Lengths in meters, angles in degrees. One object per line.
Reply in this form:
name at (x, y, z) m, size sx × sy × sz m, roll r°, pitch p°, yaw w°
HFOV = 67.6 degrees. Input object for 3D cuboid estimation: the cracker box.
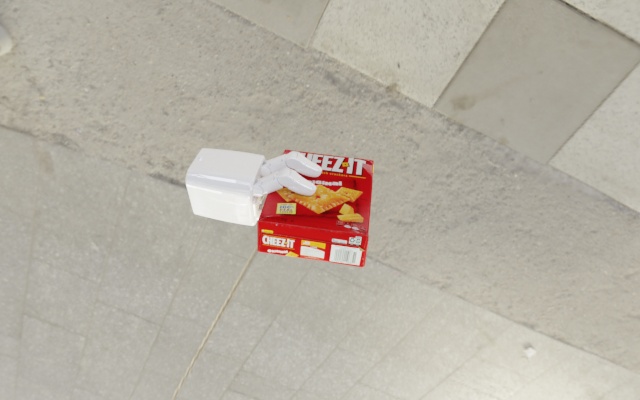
cracker box at (0.000, 0.003, 0.776) m, size 0.164 × 0.072 × 0.213 m, roll 8°, pitch 37°, yaw 3°
